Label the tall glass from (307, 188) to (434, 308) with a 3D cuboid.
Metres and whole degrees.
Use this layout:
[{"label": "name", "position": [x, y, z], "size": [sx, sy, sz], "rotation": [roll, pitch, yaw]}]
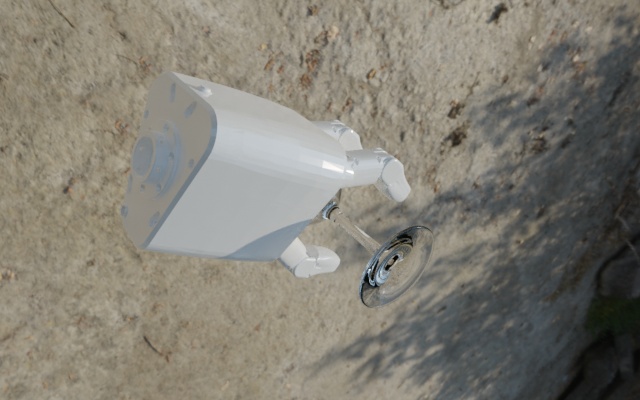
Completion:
[{"label": "tall glass", "position": [0.001, 0.002, 0.418], "size": [0.079, 0.079, 0.201], "rotation": [0, 30, -42]}]
